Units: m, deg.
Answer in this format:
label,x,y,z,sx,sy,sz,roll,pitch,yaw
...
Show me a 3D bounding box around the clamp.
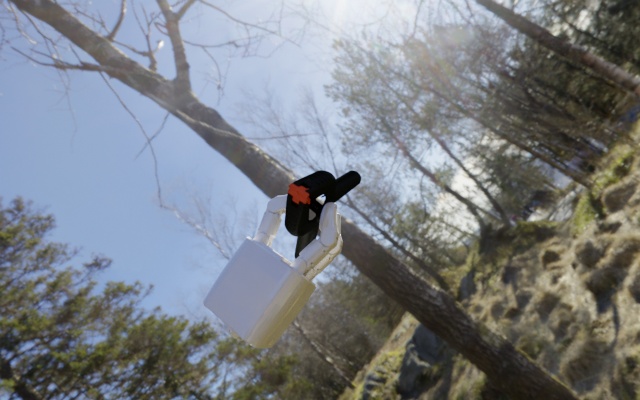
label,x,y,z,sx,sy,sz,roll,pitch,yaw
clamp,-0.001,0.002,0.655,0.036,0.164,0.210,31,-10,15
